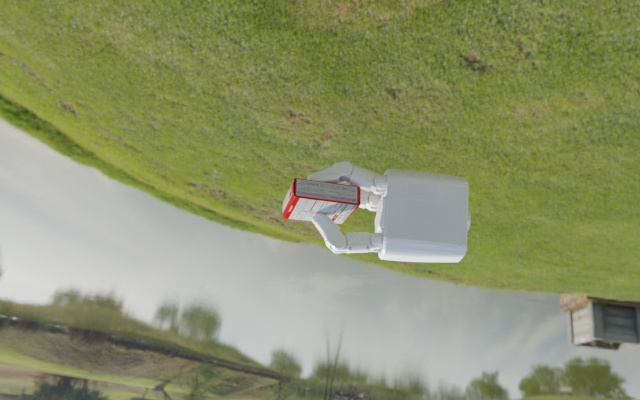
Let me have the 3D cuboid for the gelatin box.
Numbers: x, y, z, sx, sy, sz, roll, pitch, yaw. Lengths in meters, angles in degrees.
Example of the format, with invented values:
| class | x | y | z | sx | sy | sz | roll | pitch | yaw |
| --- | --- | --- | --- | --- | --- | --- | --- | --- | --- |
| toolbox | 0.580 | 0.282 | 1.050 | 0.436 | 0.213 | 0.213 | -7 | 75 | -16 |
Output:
| class | x | y | z | sx | sy | sz | roll | pitch | yaw |
| --- | --- | --- | --- | --- | --- | --- | --- | --- | --- |
| gelatin box | 0.000 | 0.002 | 0.629 | 0.089 | 0.030 | 0.073 | 6 | -25 | -14 |
